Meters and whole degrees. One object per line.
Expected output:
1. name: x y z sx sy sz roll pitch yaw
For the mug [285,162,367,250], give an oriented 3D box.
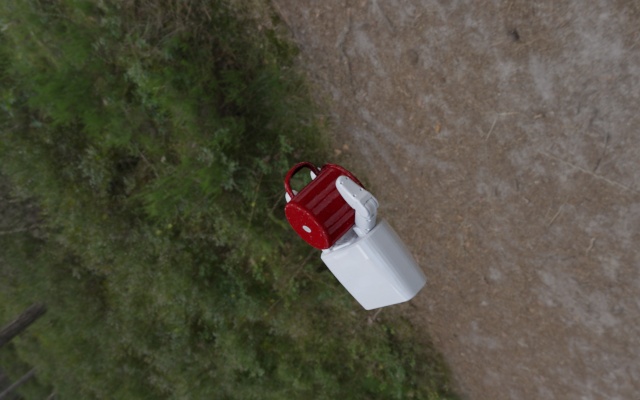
1. mug: -0.001 0.001 0.634 0.081 0.117 0.093 -43 7 -25
